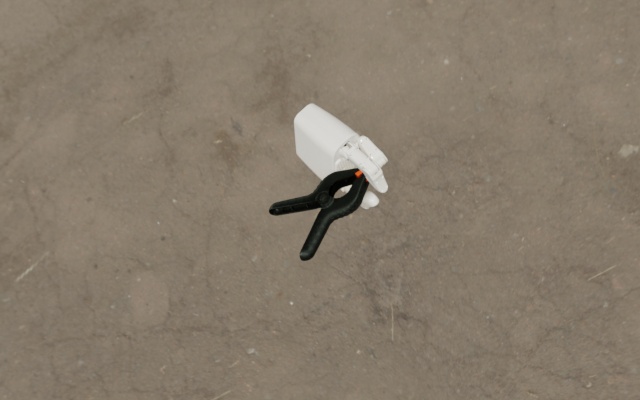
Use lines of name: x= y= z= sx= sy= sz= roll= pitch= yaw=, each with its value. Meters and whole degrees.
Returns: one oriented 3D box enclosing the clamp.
clamp: x=0.000 y=0.002 z=0.757 sx=0.120 sy=0.171 sz=0.039 roll=43 pitch=-9 yaw=28
